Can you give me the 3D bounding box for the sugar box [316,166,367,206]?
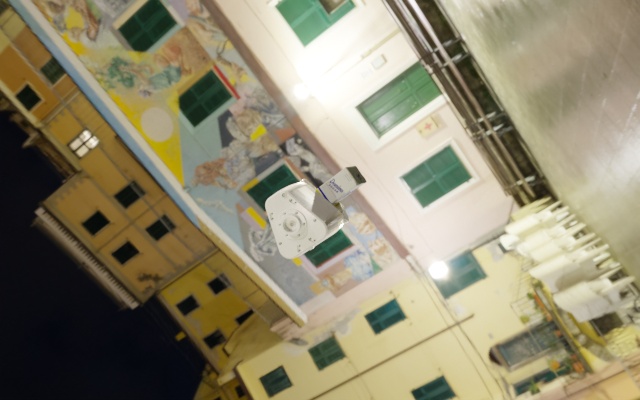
[{"bbox_3d":[0.000,0.003,0.897,0.176,0.048,0.093,-34,-4,16],"label":"sugar box"}]
